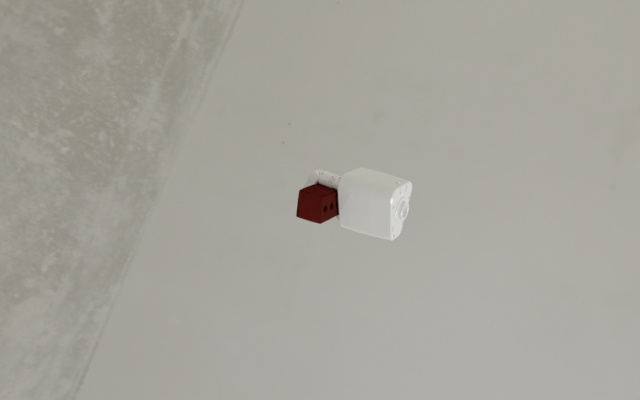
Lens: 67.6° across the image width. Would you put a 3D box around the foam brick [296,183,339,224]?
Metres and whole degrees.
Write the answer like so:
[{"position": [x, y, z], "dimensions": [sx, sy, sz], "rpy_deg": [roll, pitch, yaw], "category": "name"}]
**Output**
[{"position": [0.000, 0.003, 0.867], "dimensions": [0.051, 0.053, 0.078], "rpy_deg": [17, 23, 28], "category": "foam brick"}]
